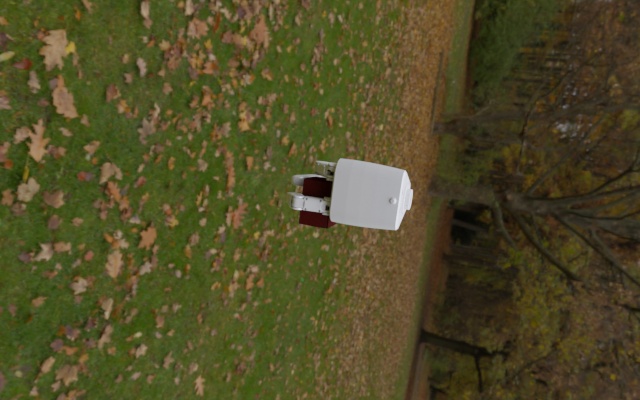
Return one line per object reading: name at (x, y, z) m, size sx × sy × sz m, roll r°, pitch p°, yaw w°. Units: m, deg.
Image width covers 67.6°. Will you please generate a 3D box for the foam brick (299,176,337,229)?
foam brick at (0.000, 0.003, 0.784) m, size 0.051 × 0.078 × 0.053 m, roll 10°, pitch 9°, yaw 16°
